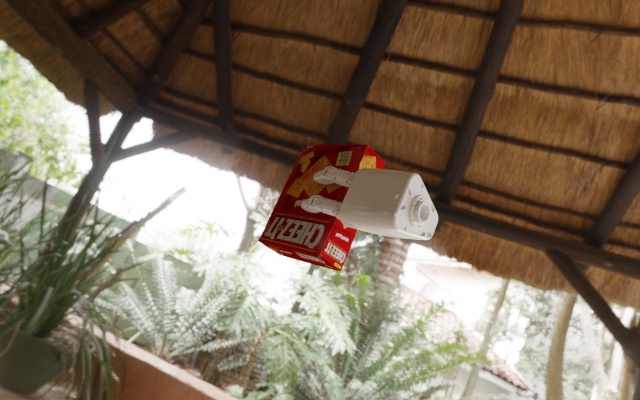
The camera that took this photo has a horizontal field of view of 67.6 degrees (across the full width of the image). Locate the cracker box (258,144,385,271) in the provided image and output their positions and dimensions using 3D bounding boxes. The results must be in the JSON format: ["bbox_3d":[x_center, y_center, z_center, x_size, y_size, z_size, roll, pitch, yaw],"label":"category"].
[{"bbox_3d":[0.000,0.003,0.855,0.164,0.213,0.072,7,-24,45],"label":"cracker box"}]
